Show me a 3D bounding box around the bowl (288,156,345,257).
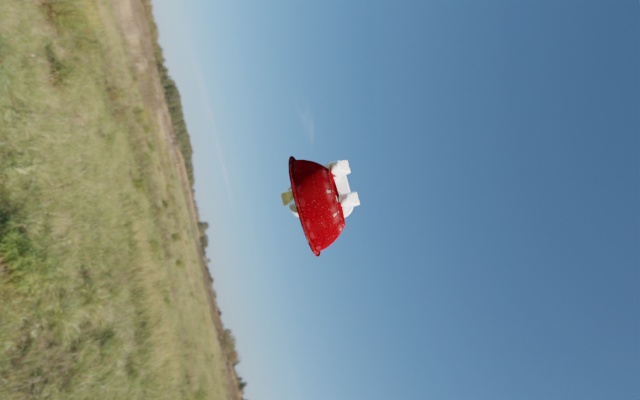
[{"bbox_3d":[0.000,0.003,0.738,0.055,0.162,0.162,-15,-2,7],"label":"bowl"}]
